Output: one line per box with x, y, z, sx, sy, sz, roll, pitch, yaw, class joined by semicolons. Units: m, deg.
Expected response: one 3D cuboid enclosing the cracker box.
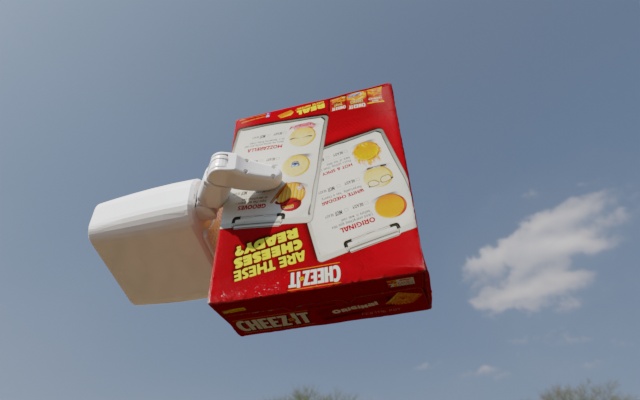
0.000;0.001;0.429;0.164;0.213;0.072;-11;-41;11;cracker box
